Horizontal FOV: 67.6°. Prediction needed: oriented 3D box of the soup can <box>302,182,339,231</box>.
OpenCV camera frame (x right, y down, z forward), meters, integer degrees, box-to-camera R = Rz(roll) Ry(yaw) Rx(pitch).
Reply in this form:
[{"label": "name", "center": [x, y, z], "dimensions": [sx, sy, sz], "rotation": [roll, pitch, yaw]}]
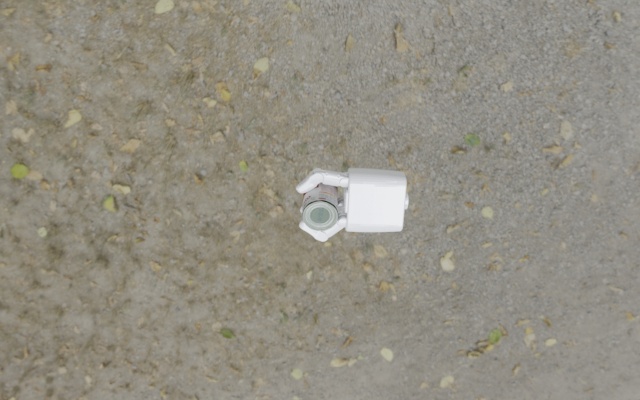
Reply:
[{"label": "soup can", "center": [0.000, 0.003, 0.899], "dimensions": [0.068, 0.068, 0.102], "rotation": [0, 32, 0]}]
